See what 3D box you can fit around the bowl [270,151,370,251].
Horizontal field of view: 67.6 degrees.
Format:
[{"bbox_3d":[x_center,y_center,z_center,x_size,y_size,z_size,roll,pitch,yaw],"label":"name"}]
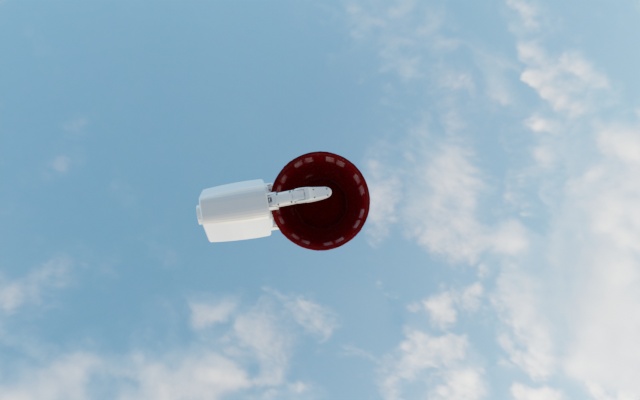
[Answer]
[{"bbox_3d":[0.001,0.003,0.794,0.162,0.162,0.055,0,-6,2],"label":"bowl"}]
